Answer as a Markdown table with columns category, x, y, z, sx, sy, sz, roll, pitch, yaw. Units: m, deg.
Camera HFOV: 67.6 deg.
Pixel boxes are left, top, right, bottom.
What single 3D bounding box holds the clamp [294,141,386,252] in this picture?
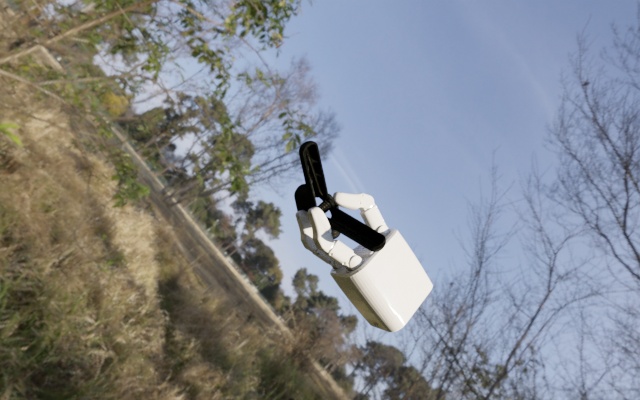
| category | x | y | z | sx | sy | sz | roll | pitch | yaw |
| --- | --- | --- | --- | --- | --- | --- | --- | --- | --- |
| clamp | 0.001 | 0.002 | 0.677 | 0.036 | 0.164 | 0.210 | -35 | 7 | -19 |
